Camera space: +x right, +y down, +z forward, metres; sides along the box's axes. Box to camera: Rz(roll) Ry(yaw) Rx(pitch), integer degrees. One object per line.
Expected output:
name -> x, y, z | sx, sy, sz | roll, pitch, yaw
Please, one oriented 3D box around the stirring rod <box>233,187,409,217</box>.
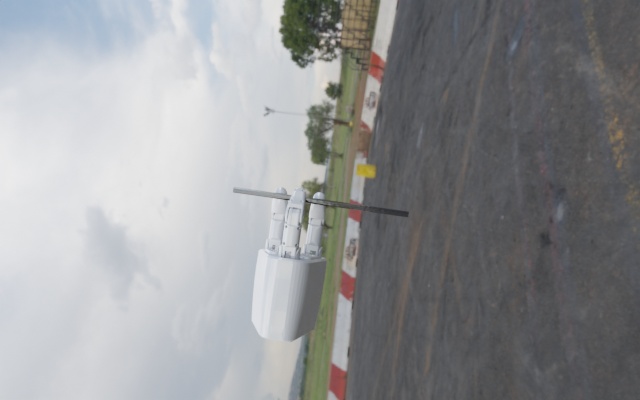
stirring rod -> 0.000, 0.002, 0.651 | 0.239, 0.011, 0.011 | 8, 0, 1
